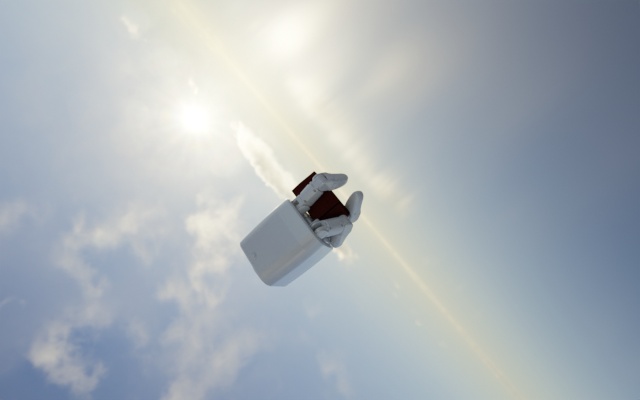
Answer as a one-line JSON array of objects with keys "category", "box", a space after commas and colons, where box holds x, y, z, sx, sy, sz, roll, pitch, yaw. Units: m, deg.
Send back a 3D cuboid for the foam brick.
[{"category": "foam brick", "box": [0.000, 0.002, 0.764, 0.051, 0.078, 0.053, -40, -33, 3]}]
